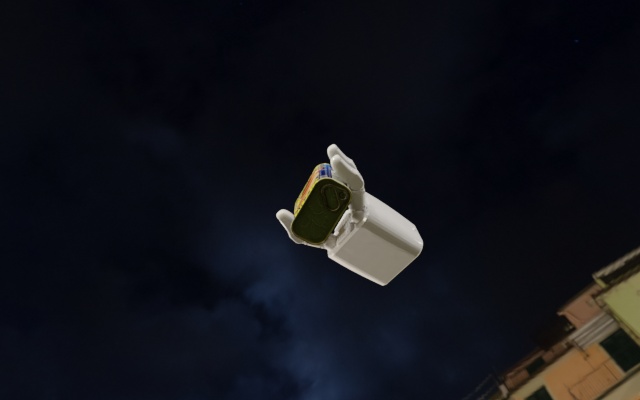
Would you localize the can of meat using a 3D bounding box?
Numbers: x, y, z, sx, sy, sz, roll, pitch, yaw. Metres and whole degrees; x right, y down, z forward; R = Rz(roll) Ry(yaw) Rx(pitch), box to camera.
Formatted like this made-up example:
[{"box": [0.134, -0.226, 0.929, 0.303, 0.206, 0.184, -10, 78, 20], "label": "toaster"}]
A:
[{"box": [0.000, 0.002, 0.709, 0.057, 0.102, 0.084, 27, 18, -11], "label": "can of meat"}]
